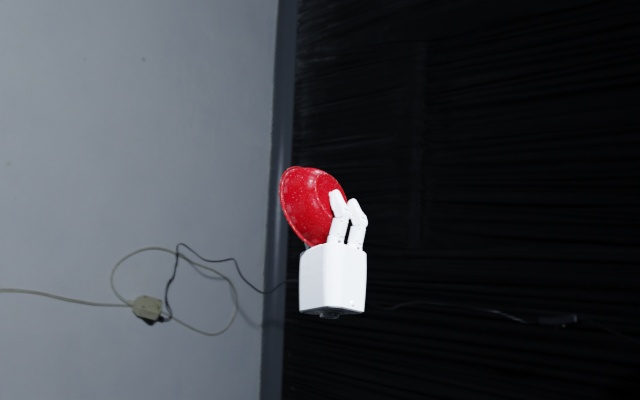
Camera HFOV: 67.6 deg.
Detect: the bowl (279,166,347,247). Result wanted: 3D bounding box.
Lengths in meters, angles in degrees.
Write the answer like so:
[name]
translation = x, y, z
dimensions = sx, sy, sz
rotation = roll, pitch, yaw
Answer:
[bowl]
translation = 0.000, 0.001, 0.861
dimensions = 0.055, 0.162, 0.162
rotation = -26, -15, 32
